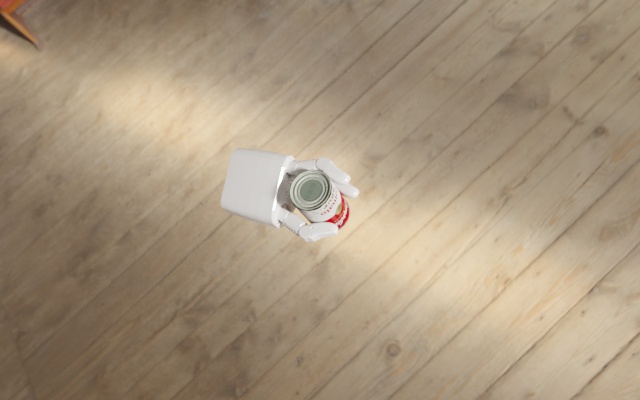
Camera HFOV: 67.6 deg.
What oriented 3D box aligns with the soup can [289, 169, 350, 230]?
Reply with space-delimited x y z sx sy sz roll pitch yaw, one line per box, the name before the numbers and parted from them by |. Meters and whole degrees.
soup can | 0.000 0.003 0.739 0.068 0.068 0.102 0 -22 19
